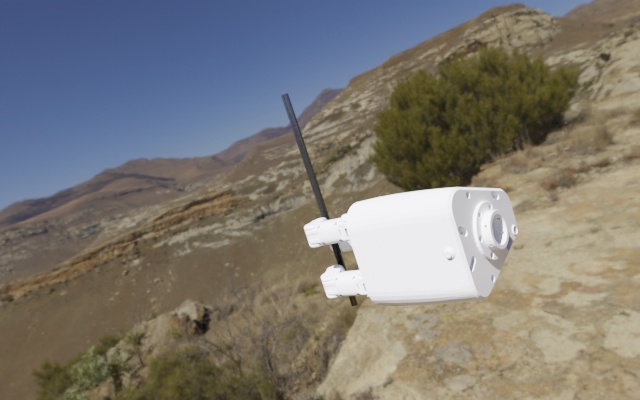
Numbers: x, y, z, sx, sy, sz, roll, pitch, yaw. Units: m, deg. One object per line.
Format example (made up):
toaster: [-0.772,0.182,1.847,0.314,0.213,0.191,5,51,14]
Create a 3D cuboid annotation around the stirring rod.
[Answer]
stirring rod: [0.000,0.002,0.516,0.011,0.239,0.011,-18,6,2]
